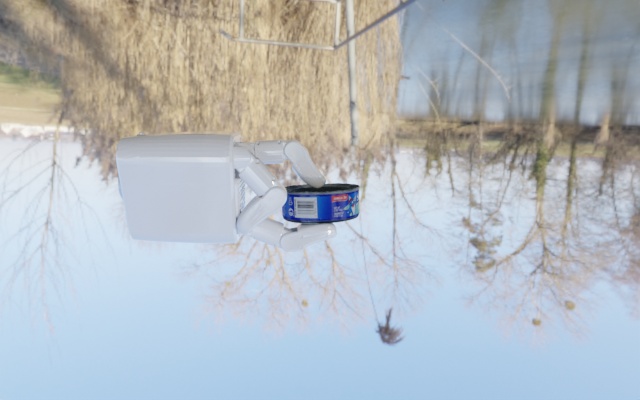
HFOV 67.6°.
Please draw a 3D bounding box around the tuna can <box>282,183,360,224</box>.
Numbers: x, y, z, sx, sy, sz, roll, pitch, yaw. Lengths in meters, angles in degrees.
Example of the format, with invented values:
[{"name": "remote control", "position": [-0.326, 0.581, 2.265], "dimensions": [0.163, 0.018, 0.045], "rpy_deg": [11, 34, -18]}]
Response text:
[{"name": "tuna can", "position": [0.000, 0.002, 0.520], "dimensions": [0.086, 0.034, 0.086], "rpy_deg": [-2, 8, 0]}]
